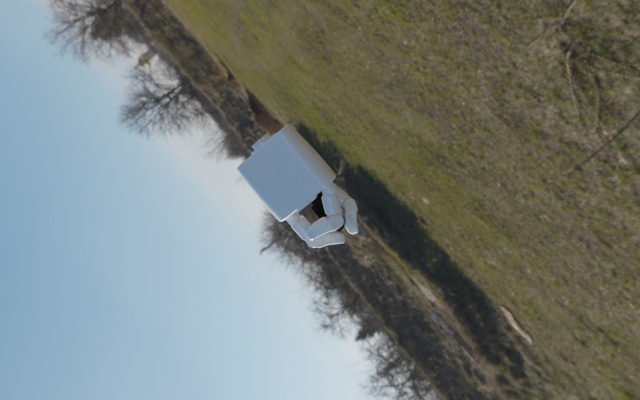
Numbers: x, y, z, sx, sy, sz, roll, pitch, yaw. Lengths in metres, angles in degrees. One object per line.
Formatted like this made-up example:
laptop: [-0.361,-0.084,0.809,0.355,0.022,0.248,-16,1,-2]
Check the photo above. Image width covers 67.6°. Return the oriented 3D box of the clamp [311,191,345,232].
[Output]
clamp: [0.000,0.003,0.807,0.039,0.120,0.171,-41,9,0]
